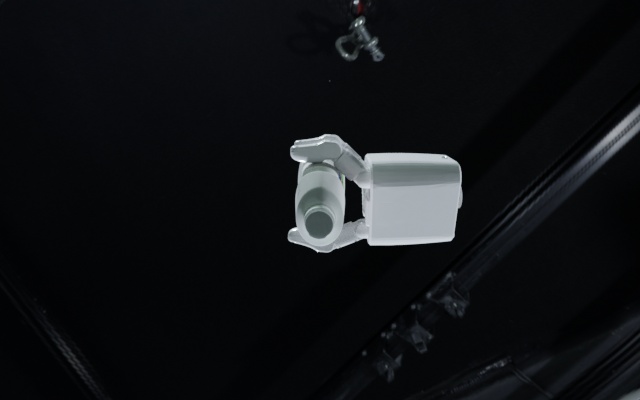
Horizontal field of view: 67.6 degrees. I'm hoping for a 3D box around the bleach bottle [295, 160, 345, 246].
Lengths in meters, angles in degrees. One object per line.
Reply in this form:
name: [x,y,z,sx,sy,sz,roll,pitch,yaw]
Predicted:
bleach bottle: [0.000,0.002,0.585,0.068,0.102,0.250,0,14,1]
